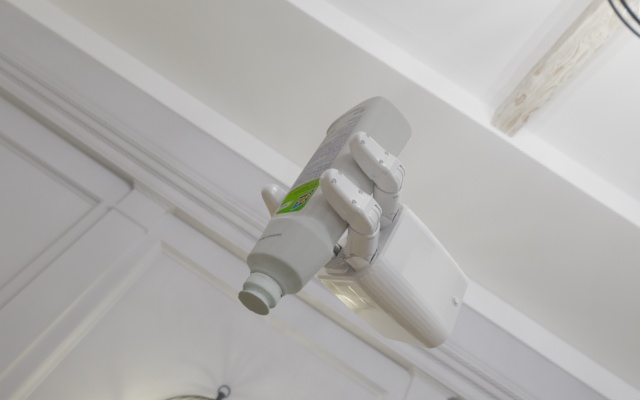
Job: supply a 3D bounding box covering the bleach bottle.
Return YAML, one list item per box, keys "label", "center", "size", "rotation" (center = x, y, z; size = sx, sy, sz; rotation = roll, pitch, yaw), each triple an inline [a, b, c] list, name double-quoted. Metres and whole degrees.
- label: "bleach bottle"
  center: [0.000, 0.001, 0.449]
  size: [0.102, 0.068, 0.250]
  rotation: [-28, 20, 49]
